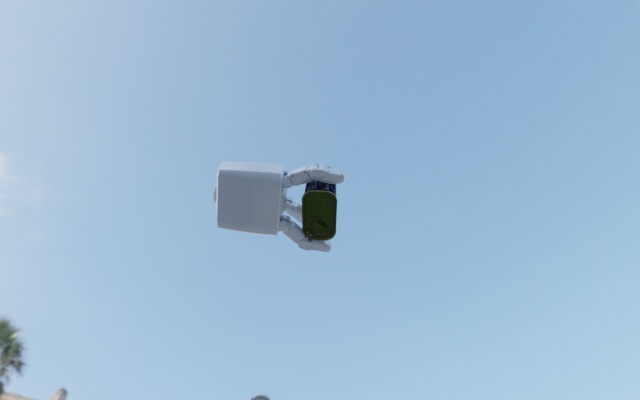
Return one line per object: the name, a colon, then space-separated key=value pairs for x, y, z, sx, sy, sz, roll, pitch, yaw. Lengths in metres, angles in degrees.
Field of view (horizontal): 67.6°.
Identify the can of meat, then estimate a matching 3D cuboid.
can of meat: x=0.000 y=0.002 z=0.814 sx=0.057 sy=0.102 sz=0.084 roll=2 pitch=36 yaw=2
